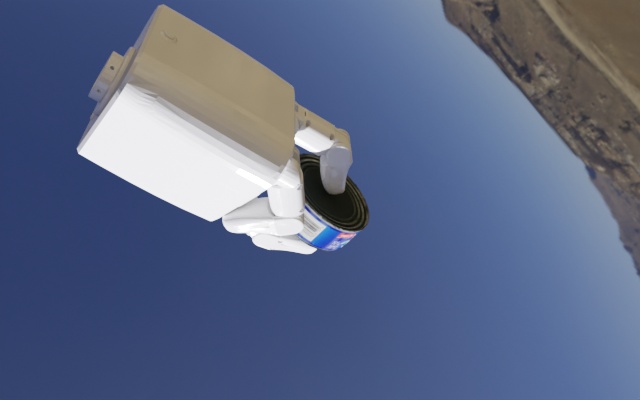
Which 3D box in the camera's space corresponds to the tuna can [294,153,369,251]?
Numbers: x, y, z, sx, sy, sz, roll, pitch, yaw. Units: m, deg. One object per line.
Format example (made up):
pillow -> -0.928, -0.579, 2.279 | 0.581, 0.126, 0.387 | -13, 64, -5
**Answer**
tuna can -> 0.000, 0.002, 0.422 | 0.086, 0.086, 0.034 | 0, -37, -50
